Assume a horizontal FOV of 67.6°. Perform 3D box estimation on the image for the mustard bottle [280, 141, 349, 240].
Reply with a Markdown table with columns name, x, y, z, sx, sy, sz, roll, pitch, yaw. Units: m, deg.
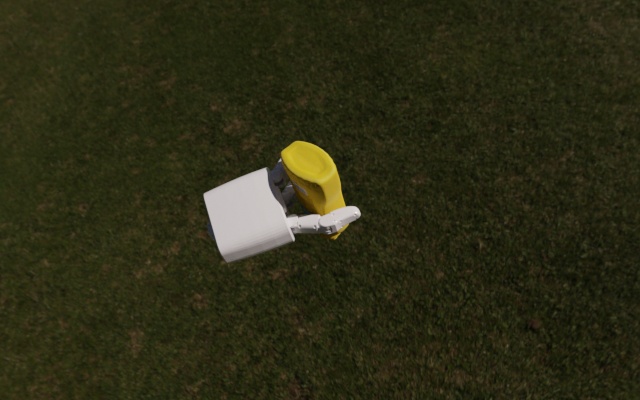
| name | x | y | z | sx | sy | sz | roll | pitch | yaw |
| --- | --- | --- | --- | --- | --- | --- | --- | --- | --- |
| mustard bottle | 0.000 | 0.002 | 0.728 | 0.096 | 0.058 | 0.192 | 37 | -22 | 34 |
